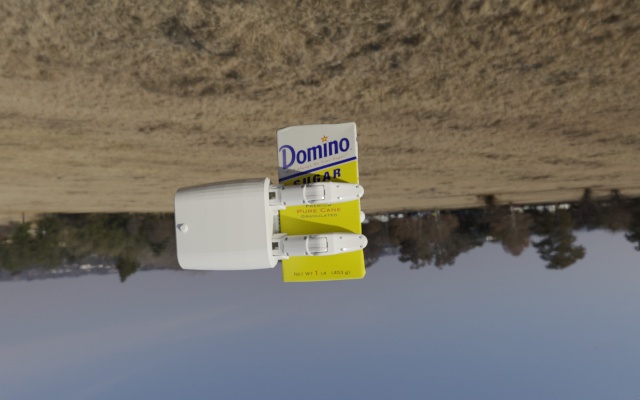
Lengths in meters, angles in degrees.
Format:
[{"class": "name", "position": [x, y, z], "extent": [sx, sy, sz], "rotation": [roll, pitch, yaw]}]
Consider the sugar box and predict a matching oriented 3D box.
[{"class": "sugar box", "position": [0.000, 0.002, 0.549], "extent": [0.093, 0.176, 0.048], "rotation": [-4, -2, 5]}]
